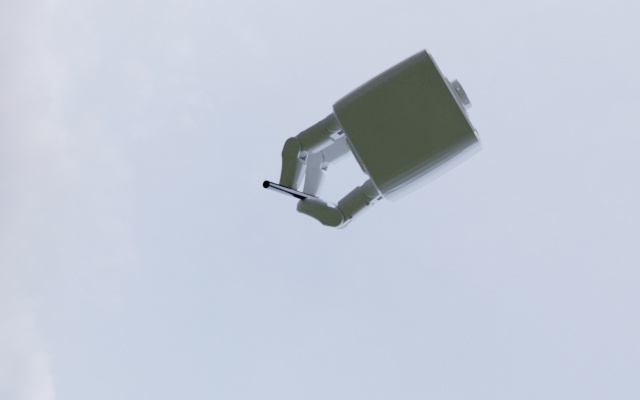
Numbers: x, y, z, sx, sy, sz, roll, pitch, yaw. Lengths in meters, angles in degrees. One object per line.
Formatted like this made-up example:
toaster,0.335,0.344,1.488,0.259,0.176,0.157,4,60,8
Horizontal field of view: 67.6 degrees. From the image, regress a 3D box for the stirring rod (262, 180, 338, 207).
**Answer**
stirring rod,0.000,0.002,0.548,0.011,0.011,0.239,0,-8,25
